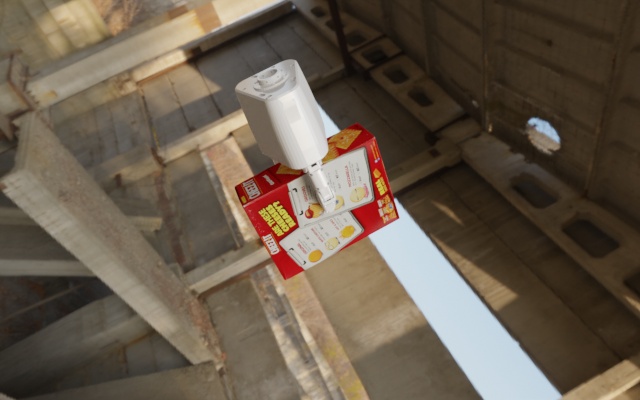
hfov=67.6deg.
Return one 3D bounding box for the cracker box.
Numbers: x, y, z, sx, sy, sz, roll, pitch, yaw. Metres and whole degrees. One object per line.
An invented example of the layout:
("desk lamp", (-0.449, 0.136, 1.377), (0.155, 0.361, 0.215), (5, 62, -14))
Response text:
("cracker box", (0.000, 0.002, 0.741), (0.213, 0.164, 0.072), (-28, 36, -6))
